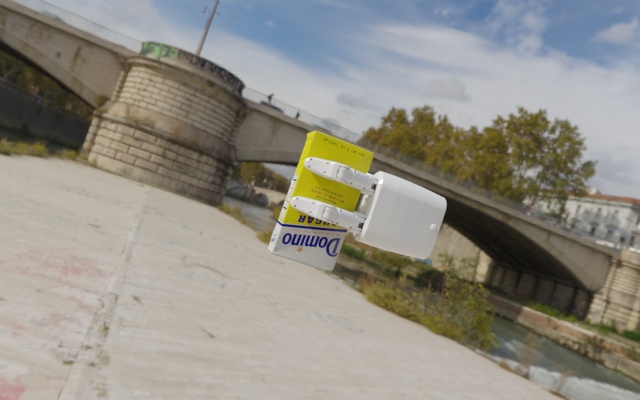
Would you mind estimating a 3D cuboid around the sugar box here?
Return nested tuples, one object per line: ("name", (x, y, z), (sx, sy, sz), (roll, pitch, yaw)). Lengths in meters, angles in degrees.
("sugar box", (0.000, 0.002, 0.662), (0.093, 0.176, 0.048), (19, -2, -15))
